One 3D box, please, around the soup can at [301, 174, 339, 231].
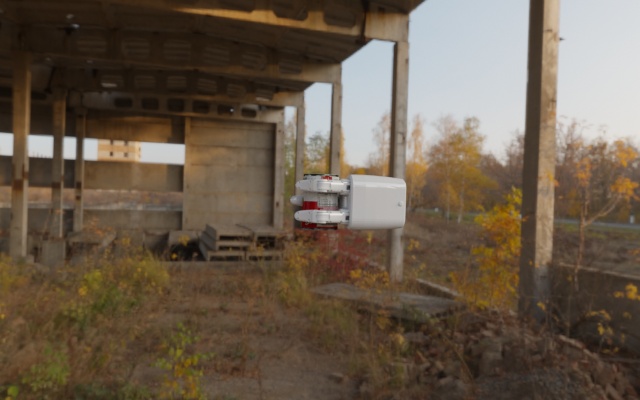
[{"bbox_3d":[0.000,0.003,0.884,0.068,0.102,0.068,2,0,0],"label":"soup can"}]
